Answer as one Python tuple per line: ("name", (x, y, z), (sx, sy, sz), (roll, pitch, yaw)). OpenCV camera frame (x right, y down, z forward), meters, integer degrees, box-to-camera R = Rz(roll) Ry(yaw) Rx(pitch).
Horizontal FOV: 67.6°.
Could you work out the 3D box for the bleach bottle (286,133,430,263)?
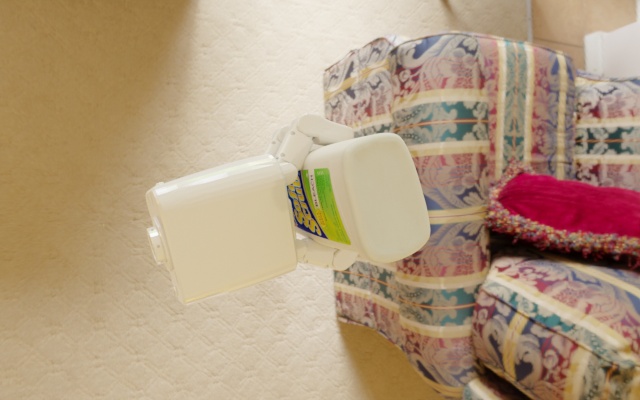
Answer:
("bleach bottle", (0.000, 0.001, 0.475), (0.068, 0.102, 0.251), (-18, 5, -24))
